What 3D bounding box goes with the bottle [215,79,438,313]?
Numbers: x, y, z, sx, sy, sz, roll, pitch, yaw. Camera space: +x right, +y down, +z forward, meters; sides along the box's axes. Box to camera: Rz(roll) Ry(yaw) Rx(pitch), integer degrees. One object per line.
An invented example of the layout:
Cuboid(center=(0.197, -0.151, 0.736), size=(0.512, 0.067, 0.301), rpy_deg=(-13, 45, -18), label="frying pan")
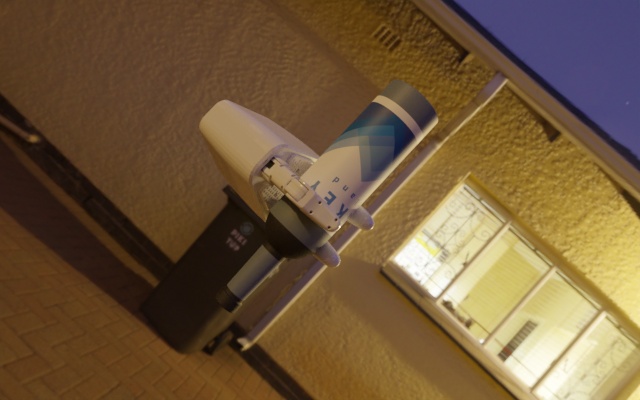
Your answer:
Cuboid(center=(0.000, 0.002, 0.505), size=(0.069, 0.295, 0.069), rpy_deg=(43, -2, 2), label="bottle")
